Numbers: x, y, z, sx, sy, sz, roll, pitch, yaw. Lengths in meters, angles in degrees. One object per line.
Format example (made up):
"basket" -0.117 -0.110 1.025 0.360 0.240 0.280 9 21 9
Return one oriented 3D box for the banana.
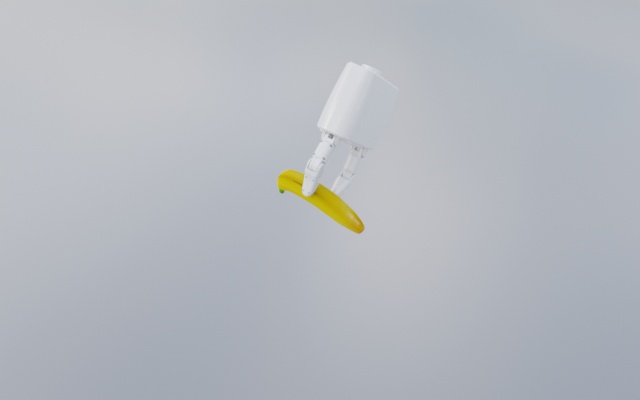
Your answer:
"banana" -0.010 -0.008 0.764 0.197 0.037 0.070 29 -14 40
